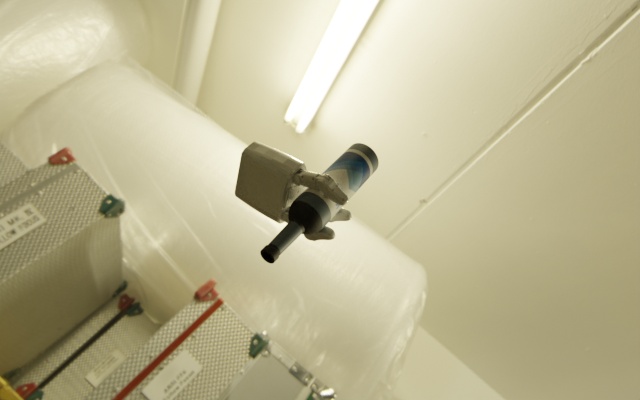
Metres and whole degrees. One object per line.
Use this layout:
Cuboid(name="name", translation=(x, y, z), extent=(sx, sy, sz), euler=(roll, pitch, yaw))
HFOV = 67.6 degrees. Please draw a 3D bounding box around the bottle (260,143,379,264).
Cuboid(name="bottle", translation=(0.000, 0.003, 0.811), extent=(0.069, 0.069, 0.295), euler=(0, 34, 42))
